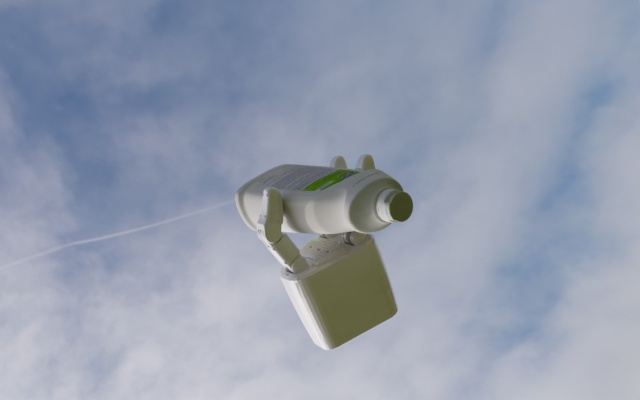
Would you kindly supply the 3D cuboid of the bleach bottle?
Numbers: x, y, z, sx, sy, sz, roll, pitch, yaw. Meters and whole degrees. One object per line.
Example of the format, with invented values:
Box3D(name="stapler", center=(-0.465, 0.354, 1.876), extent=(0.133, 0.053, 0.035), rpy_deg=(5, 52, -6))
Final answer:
Box3D(name="bleach bottle", center=(0.000, 0.002, 0.534), extent=(0.102, 0.068, 0.251), rpy_deg=(-34, 21, -26))
